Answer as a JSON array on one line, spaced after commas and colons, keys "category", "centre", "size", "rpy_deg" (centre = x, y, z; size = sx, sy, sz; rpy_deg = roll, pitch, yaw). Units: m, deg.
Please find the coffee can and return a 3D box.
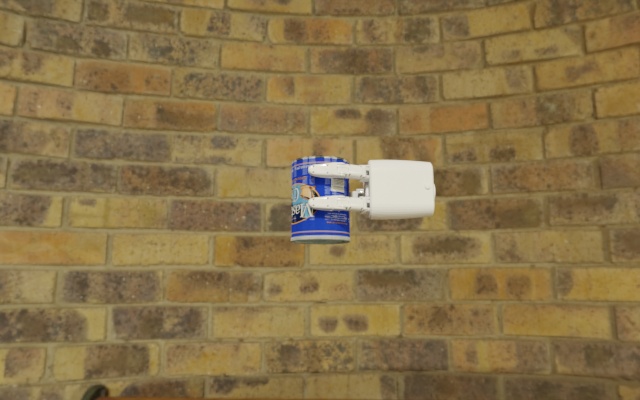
[{"category": "coffee can", "centre": [0.000, 0.003, 0.829], "size": [0.103, 0.140, 0.103], "rpy_deg": [0, -10, 0]}]
